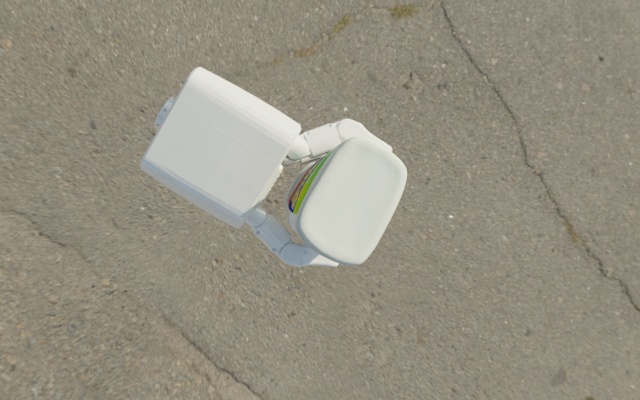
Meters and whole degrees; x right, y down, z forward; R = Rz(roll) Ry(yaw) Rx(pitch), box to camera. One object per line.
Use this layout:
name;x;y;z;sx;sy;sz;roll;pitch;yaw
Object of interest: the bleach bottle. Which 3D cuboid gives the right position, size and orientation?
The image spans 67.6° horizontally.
bleach bottle;0.000;0.002;0.488;0.068;0.102;0.251;31;-8;-10
